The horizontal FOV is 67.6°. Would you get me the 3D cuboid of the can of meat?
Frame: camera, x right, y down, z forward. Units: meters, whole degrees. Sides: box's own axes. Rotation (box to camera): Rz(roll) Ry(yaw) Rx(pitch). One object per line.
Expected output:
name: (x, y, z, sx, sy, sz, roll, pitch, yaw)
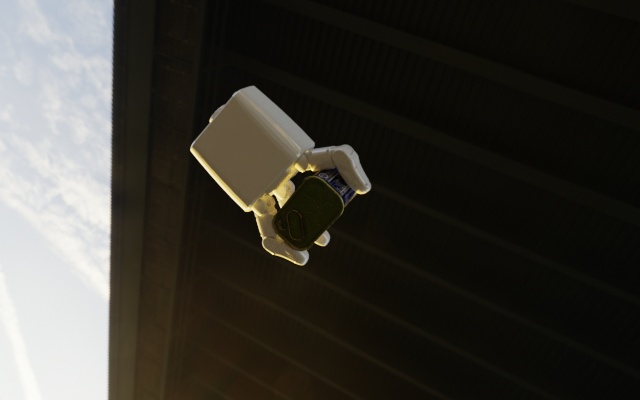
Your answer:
can of meat: (0.000, 0.002, 0.585, 0.102, 0.057, 0.084, -49, -3, 34)
